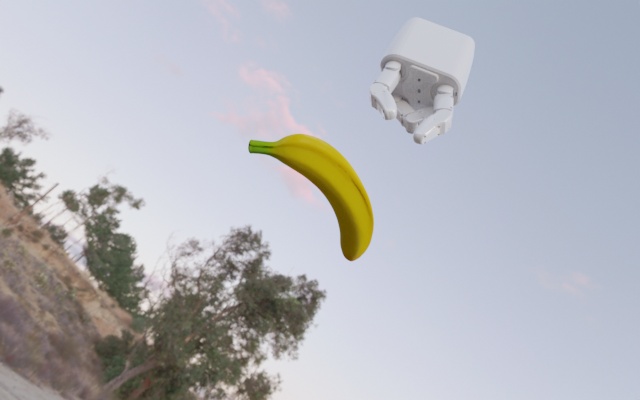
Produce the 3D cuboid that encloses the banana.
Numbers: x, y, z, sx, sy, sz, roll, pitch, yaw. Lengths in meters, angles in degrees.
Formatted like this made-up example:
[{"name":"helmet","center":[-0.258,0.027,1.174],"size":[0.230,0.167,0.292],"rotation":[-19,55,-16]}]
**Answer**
[{"name":"banana","center":[0.014,-0.003,0.469],"size":[0.069,0.037,0.198],"rotation":[-8,-43,33]}]
